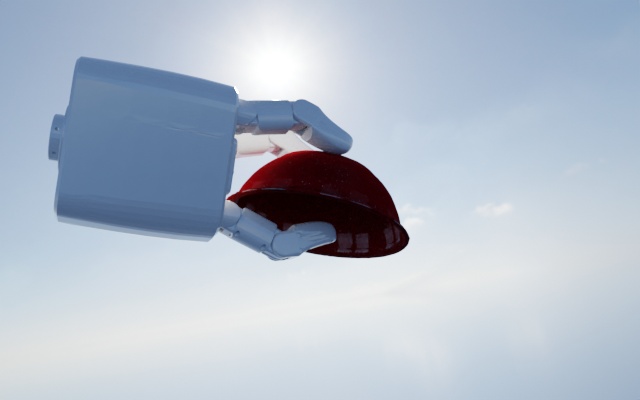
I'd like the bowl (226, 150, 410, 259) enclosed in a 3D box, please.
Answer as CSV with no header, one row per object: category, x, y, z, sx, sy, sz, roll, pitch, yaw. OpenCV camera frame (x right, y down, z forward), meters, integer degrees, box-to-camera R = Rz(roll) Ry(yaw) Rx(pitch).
bowl,0.001,0.001,0.422,0.162,0.055,0.162,10,-22,4
